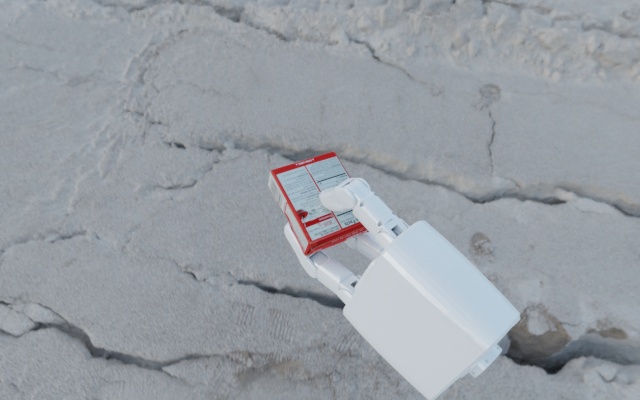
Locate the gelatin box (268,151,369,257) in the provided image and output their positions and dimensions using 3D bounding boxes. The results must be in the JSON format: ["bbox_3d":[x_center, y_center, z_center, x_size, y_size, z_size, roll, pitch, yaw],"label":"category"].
[{"bbox_3d":[0.000,0.001,0.466,0.073,0.089,0.030,-20,-24,-24],"label":"gelatin box"}]
